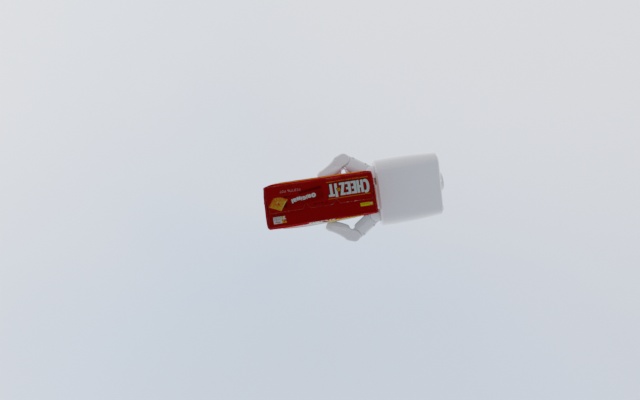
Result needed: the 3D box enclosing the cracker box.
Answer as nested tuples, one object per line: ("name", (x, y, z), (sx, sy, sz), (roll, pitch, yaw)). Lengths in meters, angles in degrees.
("cracker box", (0.000, 0.003, 0.791), (0.164, 0.072, 0.214), (-9, -3, 0))
